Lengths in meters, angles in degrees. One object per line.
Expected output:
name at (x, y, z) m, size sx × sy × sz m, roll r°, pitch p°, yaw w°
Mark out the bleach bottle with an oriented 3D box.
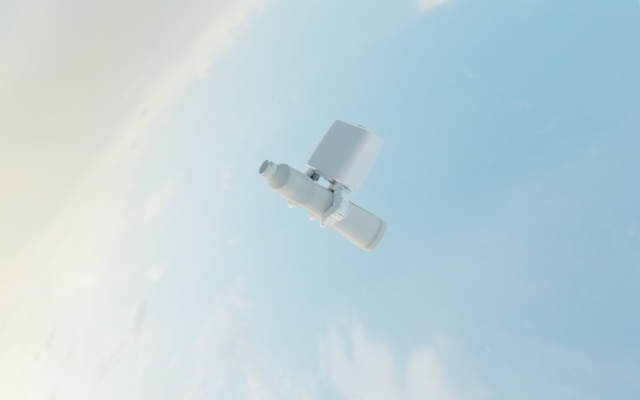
bleach bottle at (0.000, 0.003, 0.863) m, size 0.251 × 0.068 × 0.102 m, roll 32°, pitch -2°, yaw -29°
